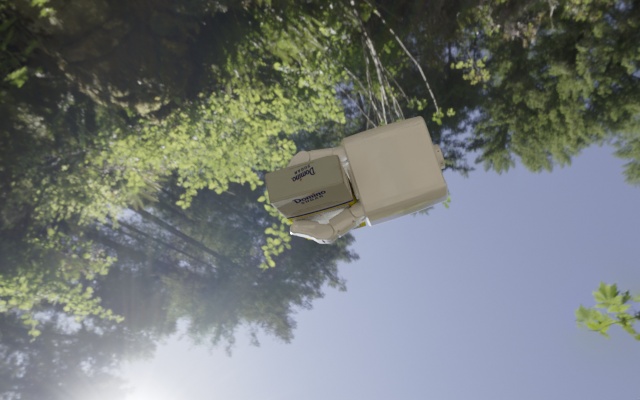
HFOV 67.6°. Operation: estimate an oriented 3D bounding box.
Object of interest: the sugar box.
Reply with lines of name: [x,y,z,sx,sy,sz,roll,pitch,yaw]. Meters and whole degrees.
sugar box: [0.000,0.002,0.629,0.093,0.048,0.176,-15,-24,8]
